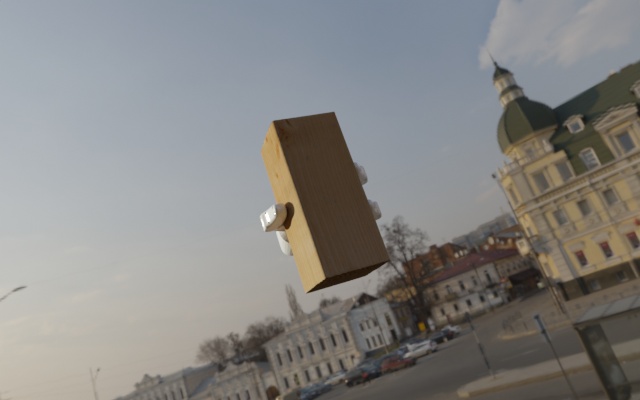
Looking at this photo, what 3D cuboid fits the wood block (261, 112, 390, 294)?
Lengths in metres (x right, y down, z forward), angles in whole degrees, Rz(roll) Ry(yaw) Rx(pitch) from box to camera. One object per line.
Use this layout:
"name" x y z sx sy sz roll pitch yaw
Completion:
"wood block" 0.000 0.002 0.616 0.091 0.206 0.090 -13 -17 -22
